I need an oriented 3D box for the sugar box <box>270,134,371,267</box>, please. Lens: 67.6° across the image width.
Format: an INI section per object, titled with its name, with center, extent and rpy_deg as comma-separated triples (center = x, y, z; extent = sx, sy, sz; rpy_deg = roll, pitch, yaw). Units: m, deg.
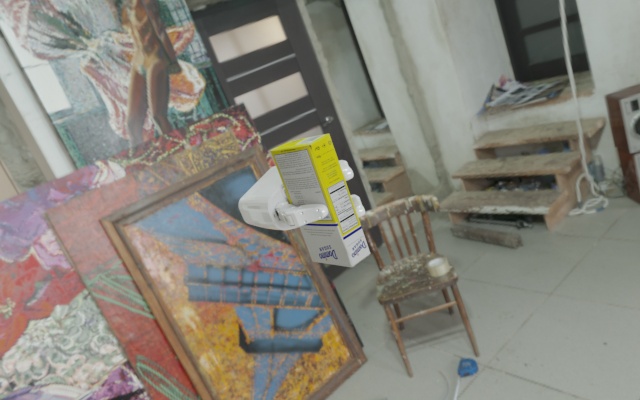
[sugar box]
center = 0.000, 0.002, 0.657
extent = 0.048, 0.176, 0.093
rpy_deg = -32, 19, -33
